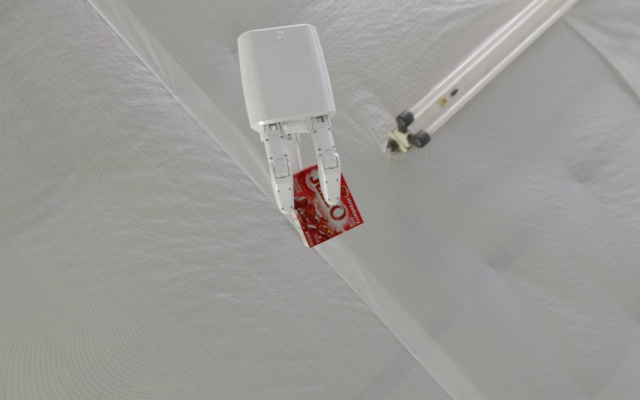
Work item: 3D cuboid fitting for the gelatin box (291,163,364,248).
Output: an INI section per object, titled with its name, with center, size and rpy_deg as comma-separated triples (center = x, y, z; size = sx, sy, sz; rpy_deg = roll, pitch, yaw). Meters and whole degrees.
[gelatin box]
center = 0.000, 0.002, 0.571
size = 0.073, 0.089, 0.030
rpy_deg = -24, 5, -11
